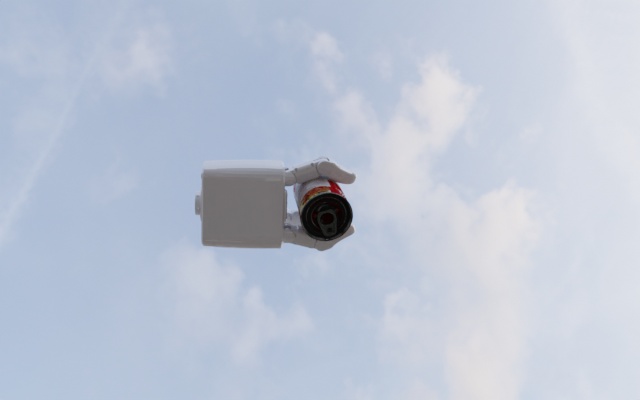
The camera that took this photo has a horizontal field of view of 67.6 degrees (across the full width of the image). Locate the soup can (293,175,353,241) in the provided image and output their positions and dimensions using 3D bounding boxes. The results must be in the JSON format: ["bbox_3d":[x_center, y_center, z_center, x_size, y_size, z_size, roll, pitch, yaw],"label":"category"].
[{"bbox_3d":[0.001,0.002,0.648,0.068,0.068,0.102,0,23,-10],"label":"soup can"}]
